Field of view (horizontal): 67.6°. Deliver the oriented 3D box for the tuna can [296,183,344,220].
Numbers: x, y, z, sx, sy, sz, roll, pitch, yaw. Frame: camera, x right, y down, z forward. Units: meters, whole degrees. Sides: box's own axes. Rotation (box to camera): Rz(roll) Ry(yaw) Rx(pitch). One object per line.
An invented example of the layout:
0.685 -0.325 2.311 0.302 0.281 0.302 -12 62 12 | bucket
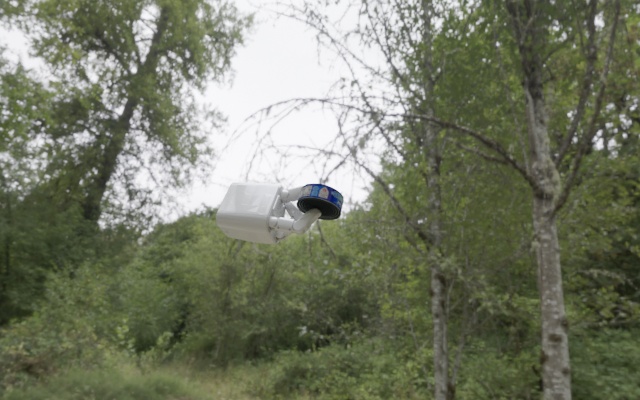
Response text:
0.000 0.002 0.894 0.086 0.033 0.086 12 -26 6 | tuna can
